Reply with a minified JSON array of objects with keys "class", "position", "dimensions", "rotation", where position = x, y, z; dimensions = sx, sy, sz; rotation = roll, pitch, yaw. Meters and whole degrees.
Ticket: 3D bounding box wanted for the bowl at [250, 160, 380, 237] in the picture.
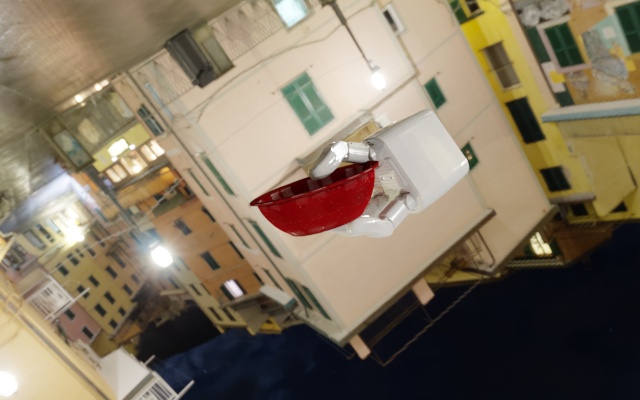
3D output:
[{"class":"bowl","position":[-0.001,0.003,0.573],"dimensions":[0.162,0.055,0.162],"rotation":[-17,8,3]}]
